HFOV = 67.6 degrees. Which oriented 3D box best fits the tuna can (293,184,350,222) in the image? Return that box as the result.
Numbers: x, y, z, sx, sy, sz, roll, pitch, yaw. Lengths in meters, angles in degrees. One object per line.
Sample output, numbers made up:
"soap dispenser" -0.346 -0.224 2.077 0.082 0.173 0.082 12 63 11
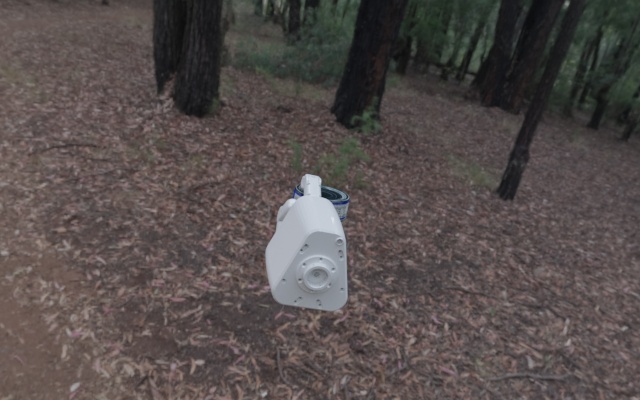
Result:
"tuna can" 0.000 0.002 0.722 0.086 0.034 0.086 11 16 -3
